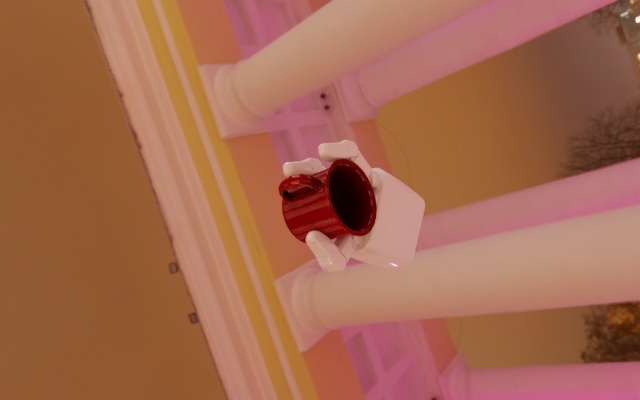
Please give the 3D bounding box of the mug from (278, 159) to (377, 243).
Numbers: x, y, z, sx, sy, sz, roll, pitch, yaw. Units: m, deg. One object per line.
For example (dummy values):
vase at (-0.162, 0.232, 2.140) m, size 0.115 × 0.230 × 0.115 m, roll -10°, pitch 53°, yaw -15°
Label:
mug at (-0.001, 0.001, 0.567) m, size 0.081 × 0.093 × 0.117 m, roll -19°, pitch -32°, yaw 39°
